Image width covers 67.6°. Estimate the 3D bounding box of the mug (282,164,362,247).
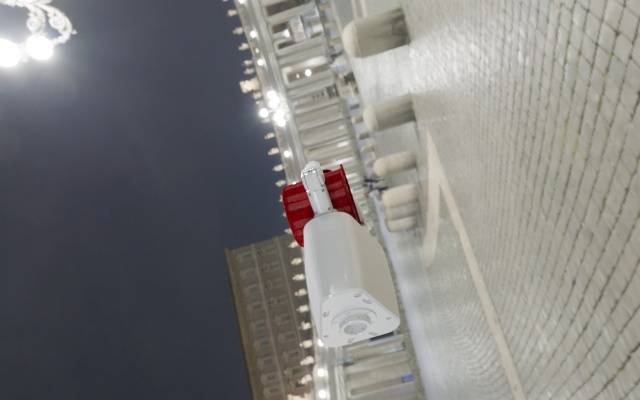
[{"bbox_3d":[0.000,0.001,0.609,0.081,0.117,0.093,-17,-46,5],"label":"mug"}]
